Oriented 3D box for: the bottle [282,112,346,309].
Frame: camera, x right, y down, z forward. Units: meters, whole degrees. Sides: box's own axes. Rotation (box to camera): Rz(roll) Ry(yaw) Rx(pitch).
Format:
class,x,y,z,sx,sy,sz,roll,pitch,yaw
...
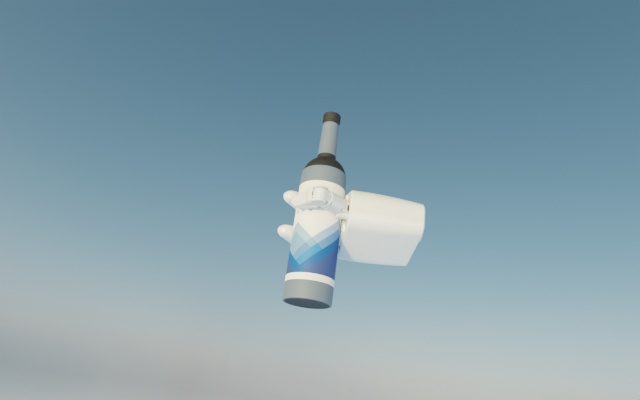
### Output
class,x,y,z,sx,sy,sz,roll,pitch,yaw
bottle,0.000,0.002,0.688,0.069,0.295,0.069,7,-23,3
